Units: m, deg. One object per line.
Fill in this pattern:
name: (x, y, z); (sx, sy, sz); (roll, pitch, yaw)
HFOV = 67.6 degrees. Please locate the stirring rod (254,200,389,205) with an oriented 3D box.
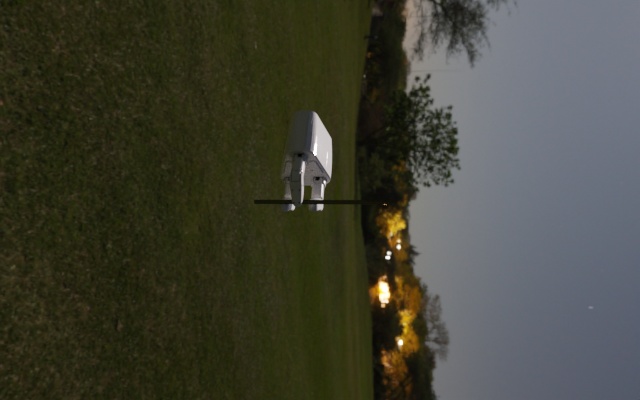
stirring rod: (0.000, 0.003, 0.849); (0.239, 0.011, 0.011); (0, 0, 7)
